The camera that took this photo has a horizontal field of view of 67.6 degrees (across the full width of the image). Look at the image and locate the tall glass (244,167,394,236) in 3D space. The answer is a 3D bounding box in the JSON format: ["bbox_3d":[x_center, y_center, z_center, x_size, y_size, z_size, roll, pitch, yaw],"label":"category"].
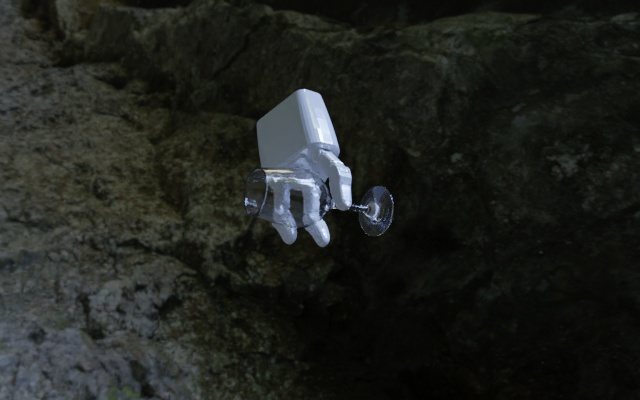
[{"bbox_3d":[0.001,0.002,0.643,0.201,0.079,0.079,9,-5,-35],"label":"tall glass"}]
